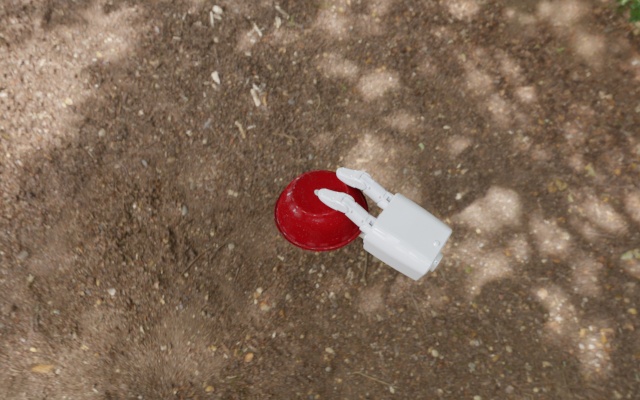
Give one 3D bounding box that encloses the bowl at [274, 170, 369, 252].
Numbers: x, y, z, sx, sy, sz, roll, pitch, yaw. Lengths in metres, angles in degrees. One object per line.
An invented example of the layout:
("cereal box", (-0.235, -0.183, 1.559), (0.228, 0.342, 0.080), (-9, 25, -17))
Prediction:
("bowl", (-0.001, 0.002, 0.793), (0.162, 0.162, 0.055), (0, -36, 3))
